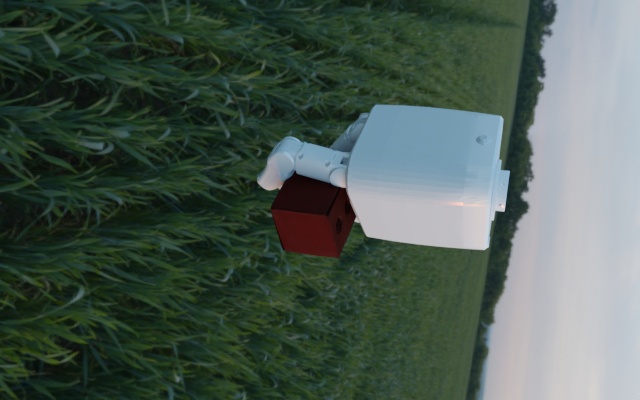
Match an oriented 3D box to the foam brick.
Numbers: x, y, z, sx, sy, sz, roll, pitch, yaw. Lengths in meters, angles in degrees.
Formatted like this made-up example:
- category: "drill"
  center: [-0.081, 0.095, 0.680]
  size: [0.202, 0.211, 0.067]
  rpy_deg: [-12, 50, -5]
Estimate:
- category: "foam brick"
  center: [0.000, 0.002, 0.406]
  size: [0.051, 0.053, 0.078]
  rpy_deg: [8, 47, 21]
